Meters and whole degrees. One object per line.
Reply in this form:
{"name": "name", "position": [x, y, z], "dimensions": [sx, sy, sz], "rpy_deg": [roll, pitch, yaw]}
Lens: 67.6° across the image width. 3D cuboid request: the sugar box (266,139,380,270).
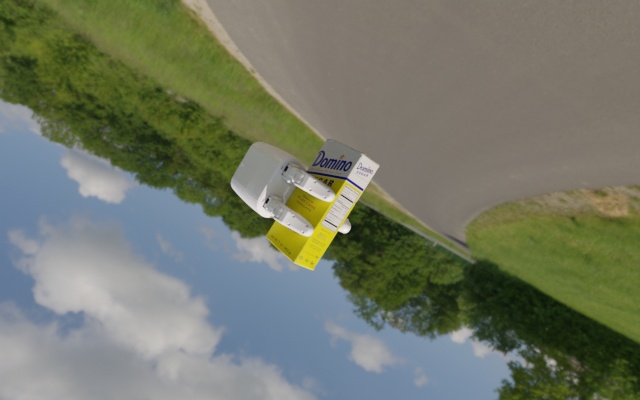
{"name": "sugar box", "position": [0.000, 0.002, 0.683], "dimensions": [0.048, 0.176, 0.093], "rpy_deg": [28, 2, -39]}
